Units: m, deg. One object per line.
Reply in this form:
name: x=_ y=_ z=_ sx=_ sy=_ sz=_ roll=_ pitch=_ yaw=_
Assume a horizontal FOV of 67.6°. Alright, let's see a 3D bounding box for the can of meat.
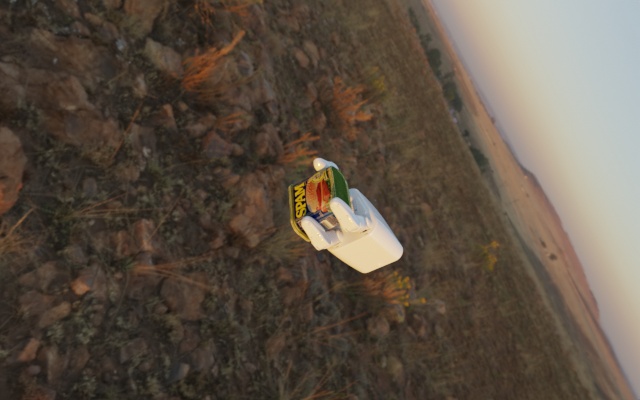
can of meat: x=0.000 y=0.002 z=0.769 sx=0.084 sy=0.102 sz=0.057 roll=-27 pitch=-46 yaw=22
